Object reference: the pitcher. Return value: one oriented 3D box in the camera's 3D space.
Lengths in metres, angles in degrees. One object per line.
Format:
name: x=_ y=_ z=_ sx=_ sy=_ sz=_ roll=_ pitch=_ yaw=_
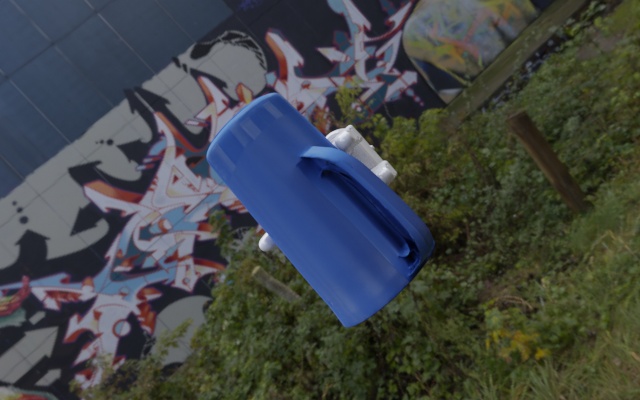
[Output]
pitcher: x=0.000 y=0.002 z=0.507 sx=0.149 sy=0.243 sz=0.145 roll=-43 pitch=1 yaw=16
